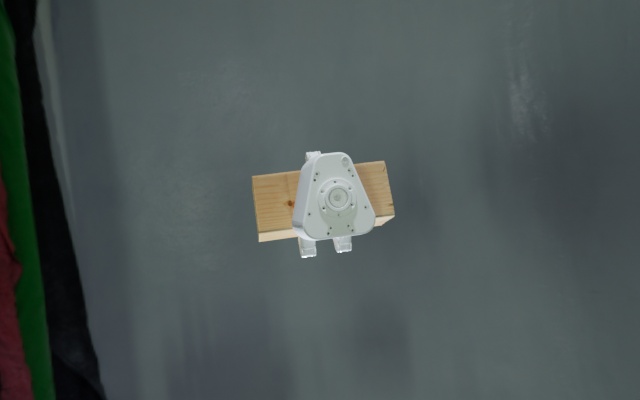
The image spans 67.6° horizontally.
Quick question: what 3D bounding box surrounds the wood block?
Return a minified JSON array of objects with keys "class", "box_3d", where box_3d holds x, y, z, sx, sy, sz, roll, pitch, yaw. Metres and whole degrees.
[{"class":"wood block","box_3d":[0.000,0.002,0.754,0.206,0.090,0.090,-7,-12,-9]}]
